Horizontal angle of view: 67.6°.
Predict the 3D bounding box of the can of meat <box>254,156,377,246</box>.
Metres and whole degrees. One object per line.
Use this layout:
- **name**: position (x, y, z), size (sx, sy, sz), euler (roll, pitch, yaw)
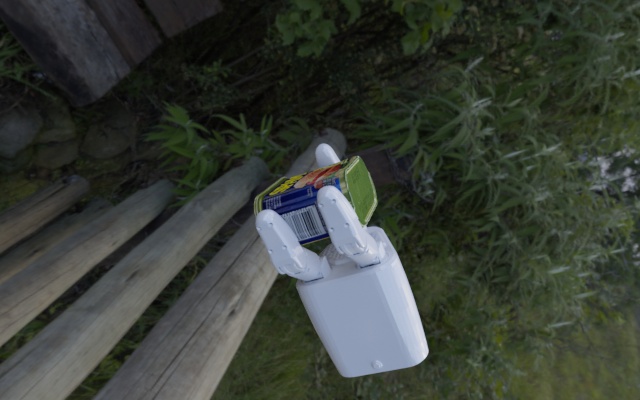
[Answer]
- **can of meat**: position (0.000, 0.001, 0.434), size (0.084, 0.057, 0.102), euler (-17, 11, 19)
